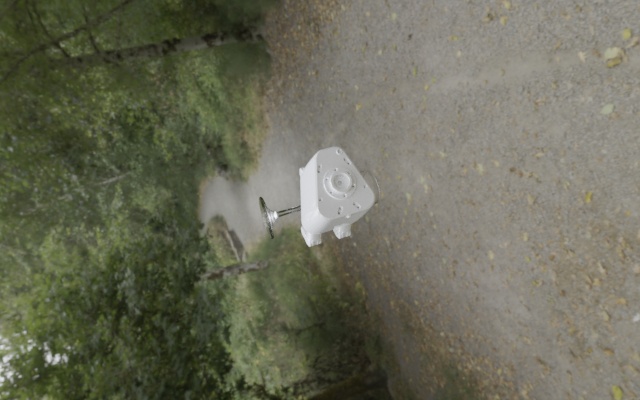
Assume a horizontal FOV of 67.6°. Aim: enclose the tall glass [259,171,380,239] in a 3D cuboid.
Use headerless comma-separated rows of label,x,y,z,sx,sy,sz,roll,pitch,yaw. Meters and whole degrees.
tall glass,-0.001,0.003,0.830,0.201,0.079,0.079,-16,4,-15
